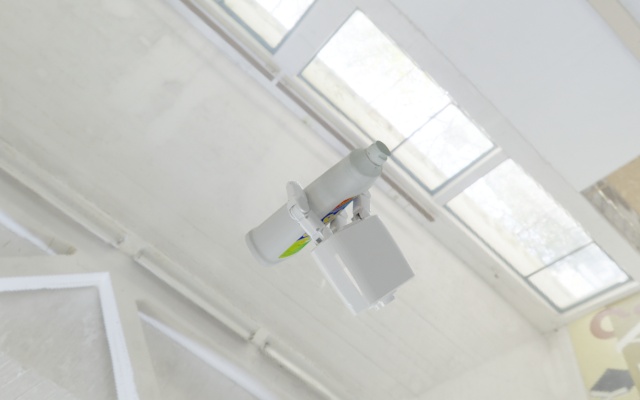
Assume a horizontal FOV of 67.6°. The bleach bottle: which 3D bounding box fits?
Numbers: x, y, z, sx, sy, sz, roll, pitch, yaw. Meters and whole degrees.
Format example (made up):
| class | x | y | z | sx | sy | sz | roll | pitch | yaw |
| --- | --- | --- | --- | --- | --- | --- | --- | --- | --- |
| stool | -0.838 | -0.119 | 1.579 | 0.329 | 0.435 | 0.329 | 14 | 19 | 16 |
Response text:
| class | x | y | z | sx | sy | sz | roll | pitch | yaw |
| --- | --- | --- | --- | --- | --- | --- | --- | --- | --- |
| bleach bottle | 0.000 | 0.002 | 0.698 | 0.251 | 0.068 | 0.102 | -42 | -15 | 31 |
